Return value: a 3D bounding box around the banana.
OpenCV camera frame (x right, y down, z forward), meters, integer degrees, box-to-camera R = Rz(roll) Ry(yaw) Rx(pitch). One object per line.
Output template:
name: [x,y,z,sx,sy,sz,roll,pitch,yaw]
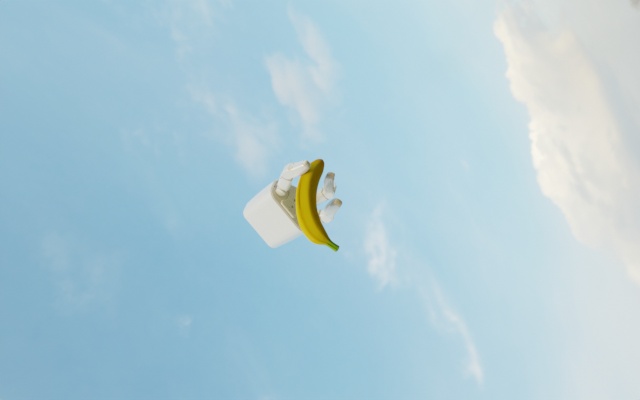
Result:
banana: [-0.014,0.002,0.863,0.069,0.197,0.037,16,-37,-35]
